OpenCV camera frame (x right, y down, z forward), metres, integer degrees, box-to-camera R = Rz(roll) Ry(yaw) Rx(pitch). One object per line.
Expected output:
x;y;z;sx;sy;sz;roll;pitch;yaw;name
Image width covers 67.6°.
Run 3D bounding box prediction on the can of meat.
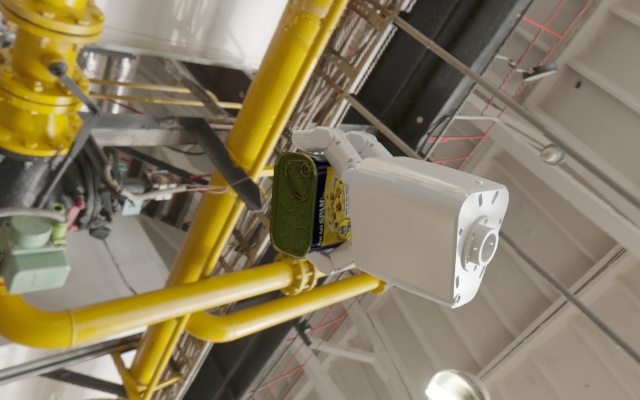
0.000;0.002;0.484;0.057;0.102;0.084;15;15;42;can of meat
